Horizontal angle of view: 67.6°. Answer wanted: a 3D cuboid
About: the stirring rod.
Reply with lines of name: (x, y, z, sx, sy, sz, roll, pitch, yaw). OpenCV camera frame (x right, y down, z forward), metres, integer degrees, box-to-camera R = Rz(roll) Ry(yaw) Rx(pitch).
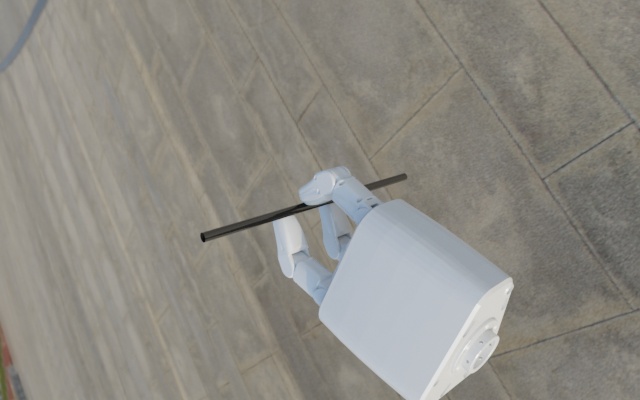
stirring rod: (0.000, 0.001, 0.441, 0.239, 0.011, 0.011, -17, 10, -38)
